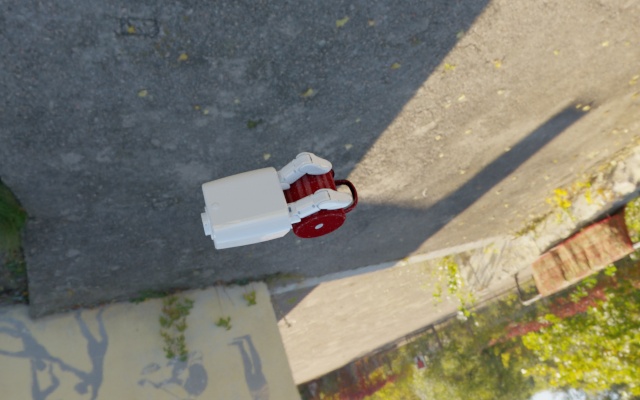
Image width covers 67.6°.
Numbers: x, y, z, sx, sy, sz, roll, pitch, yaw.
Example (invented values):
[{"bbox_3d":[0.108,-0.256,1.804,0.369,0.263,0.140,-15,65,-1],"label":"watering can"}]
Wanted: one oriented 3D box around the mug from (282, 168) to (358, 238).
[{"bbox_3d":[0.002,0.002,0.723,0.117,0.081,0.093,-13,-25,-13],"label":"mug"}]
